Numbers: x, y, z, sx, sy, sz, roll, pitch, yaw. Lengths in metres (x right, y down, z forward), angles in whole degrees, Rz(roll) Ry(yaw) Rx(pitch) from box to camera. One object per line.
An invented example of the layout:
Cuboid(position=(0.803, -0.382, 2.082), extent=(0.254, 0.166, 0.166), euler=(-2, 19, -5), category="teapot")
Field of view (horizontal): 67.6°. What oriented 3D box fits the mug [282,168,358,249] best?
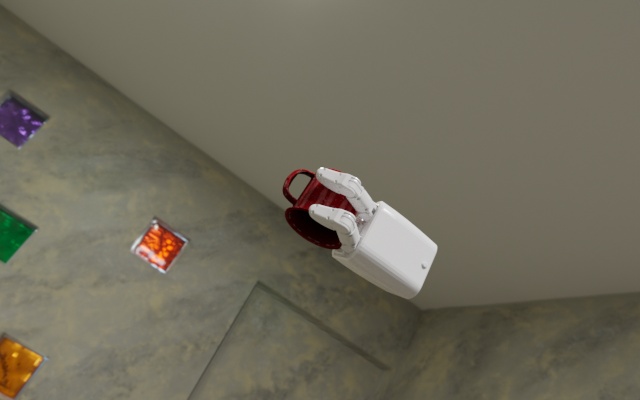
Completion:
Cuboid(position=(-0.001, 0.001, 0.671), extent=(0.117, 0.081, 0.093), euler=(37, -28, -10), category="mug")
